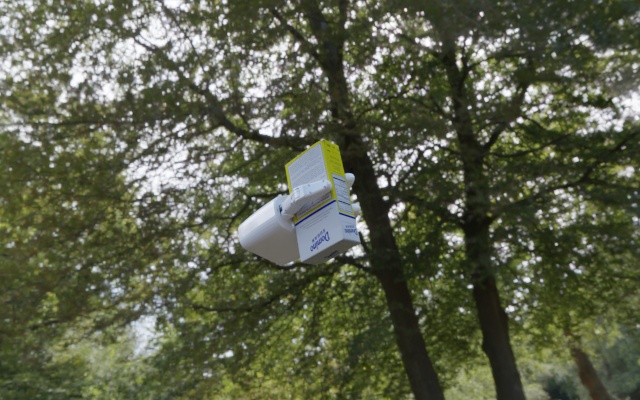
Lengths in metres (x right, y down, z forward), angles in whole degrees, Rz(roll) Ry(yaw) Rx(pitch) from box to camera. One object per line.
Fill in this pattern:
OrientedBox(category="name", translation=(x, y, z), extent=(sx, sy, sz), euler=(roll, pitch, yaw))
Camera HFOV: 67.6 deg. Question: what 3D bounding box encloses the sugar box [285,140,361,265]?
OrientedBox(category="sugar box", translation=(0.000, 0.003, 0.744), extent=(0.048, 0.176, 0.093), euler=(15, -36, -44))
